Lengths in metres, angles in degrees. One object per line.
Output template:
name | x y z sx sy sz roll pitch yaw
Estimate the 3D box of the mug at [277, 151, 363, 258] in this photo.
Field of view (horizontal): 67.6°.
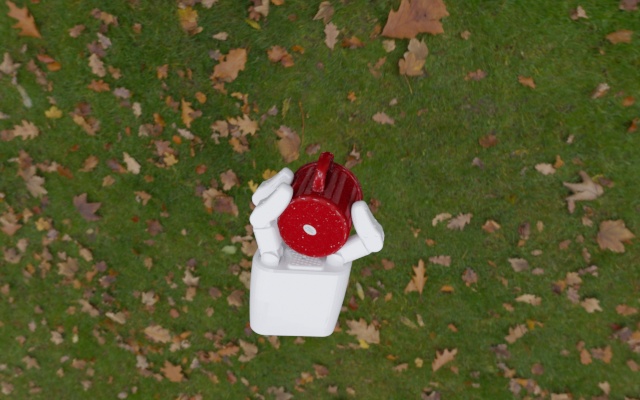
mug | 0.000 0.001 0.544 0.093 0.117 0.081 13 31 5
